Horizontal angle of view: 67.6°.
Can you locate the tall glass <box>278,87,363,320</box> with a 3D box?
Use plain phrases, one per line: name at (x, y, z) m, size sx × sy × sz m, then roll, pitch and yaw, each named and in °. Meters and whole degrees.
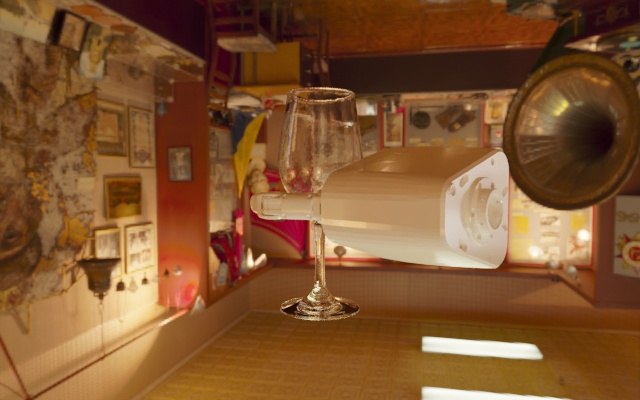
tall glass at (0.000, 0.002, 0.441) m, size 0.079 × 0.201 × 0.079 m, roll 0°, pitch 3°, yaw 0°
